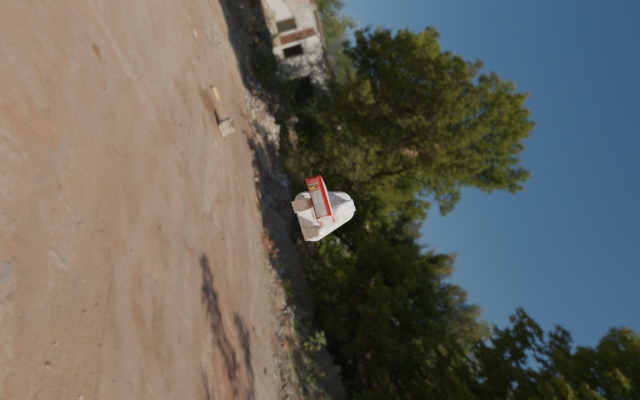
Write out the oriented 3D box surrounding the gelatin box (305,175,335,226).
[{"bbox_3d":[0.001,0.003,0.836,0.030,0.073,0.089,-16,-12,2],"label":"gelatin box"}]
